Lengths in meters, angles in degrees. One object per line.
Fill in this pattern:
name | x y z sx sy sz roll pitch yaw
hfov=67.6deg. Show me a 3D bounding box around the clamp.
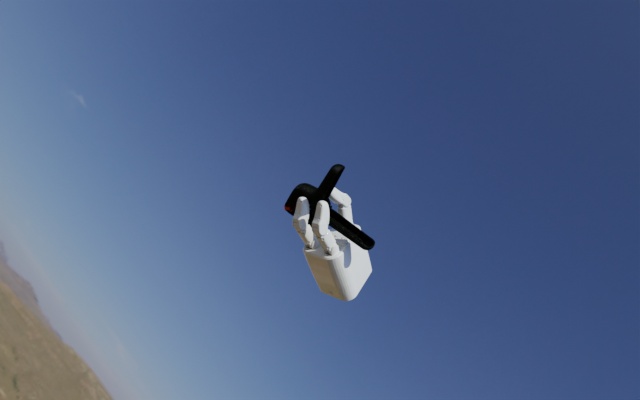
clamp | 0.000 0.003 0.876 0.036 0.165 0.210 -35 29 -33
